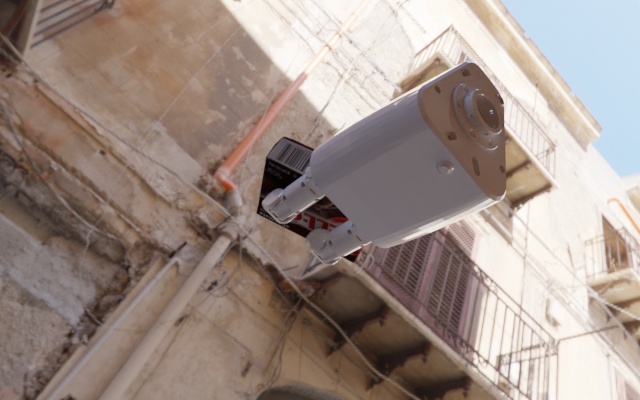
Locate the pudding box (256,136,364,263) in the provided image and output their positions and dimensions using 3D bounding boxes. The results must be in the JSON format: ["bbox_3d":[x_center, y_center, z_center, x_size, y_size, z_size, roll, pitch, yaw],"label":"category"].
[{"bbox_3d":[0.000,0.001,0.447,0.113,0.039,0.090,28,-37,6],"label":"pudding box"}]
